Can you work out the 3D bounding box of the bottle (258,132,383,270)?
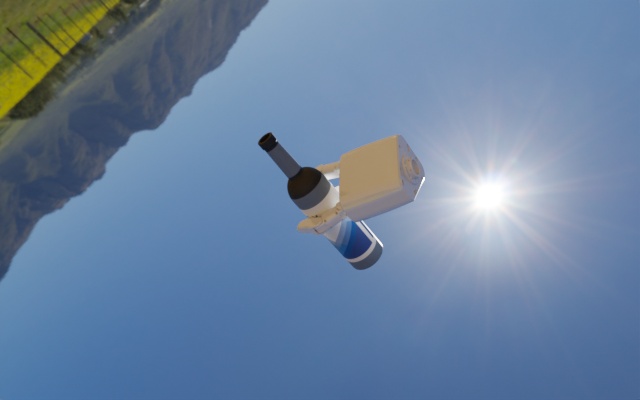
[{"bbox_3d":[0.000,0.003,0.793,0.069,0.069,0.296,0,-41,50],"label":"bottle"}]
